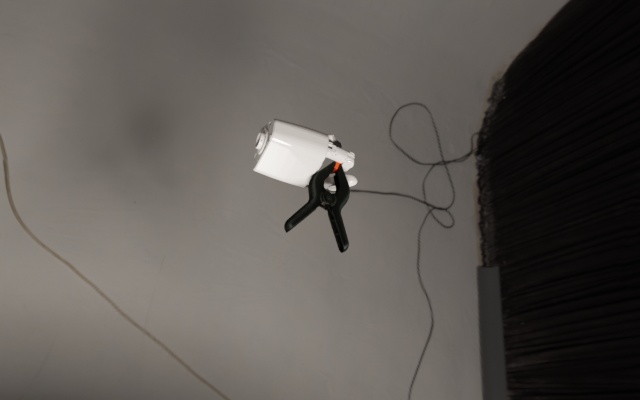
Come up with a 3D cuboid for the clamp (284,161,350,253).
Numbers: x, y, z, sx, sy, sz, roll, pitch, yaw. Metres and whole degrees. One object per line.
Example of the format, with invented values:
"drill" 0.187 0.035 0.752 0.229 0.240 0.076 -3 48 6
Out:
"clamp" 0.001 0.003 0.864 0.120 0.171 0.039 16 -27 -21
